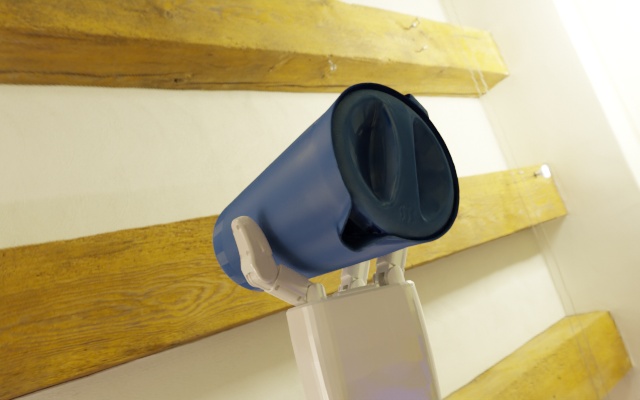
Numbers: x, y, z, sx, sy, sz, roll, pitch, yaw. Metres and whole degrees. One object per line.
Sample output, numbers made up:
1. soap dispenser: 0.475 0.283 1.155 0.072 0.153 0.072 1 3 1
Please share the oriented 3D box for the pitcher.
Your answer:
1. pitcher: 0.000 0.002 0.452 0.149 0.145 0.243 -4 -18 -39
